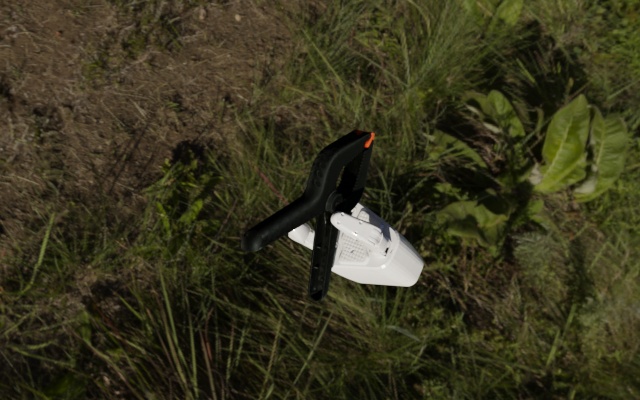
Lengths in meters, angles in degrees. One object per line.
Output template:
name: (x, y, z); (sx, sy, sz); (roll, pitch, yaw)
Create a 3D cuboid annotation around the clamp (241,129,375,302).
clamp: (0.001, 0.002, 0.546); (0.036, 0.210, 0.165); (18, -12, 36)
